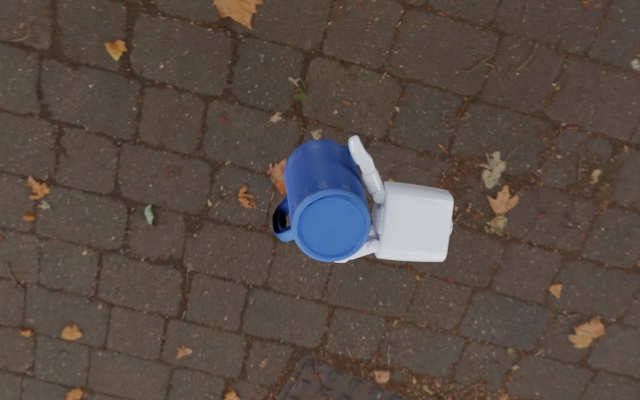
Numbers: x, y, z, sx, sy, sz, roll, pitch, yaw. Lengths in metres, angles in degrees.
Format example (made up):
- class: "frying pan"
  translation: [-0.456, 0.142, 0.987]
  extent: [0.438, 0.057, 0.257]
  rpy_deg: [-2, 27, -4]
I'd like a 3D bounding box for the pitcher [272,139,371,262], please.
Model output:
- class: "pitcher"
  translation: [0.000, 0.002, 0.744]
  extent: [0.145, 0.149, 0.242]
  rpy_deg: [6, 20, -5]
